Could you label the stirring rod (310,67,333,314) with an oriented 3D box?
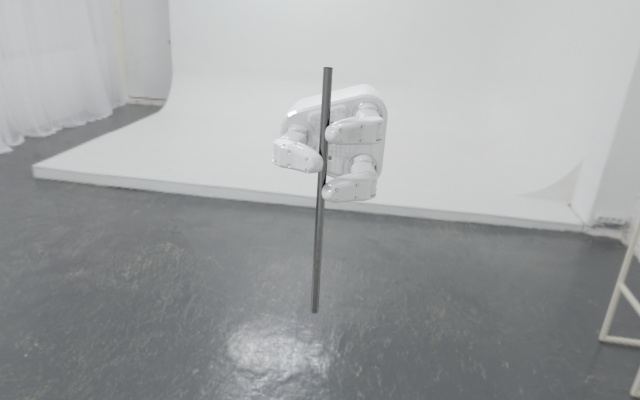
[{"bbox_3d":[0.000,0.002,0.440,0.011,0.240,0.011,3,22,-1],"label":"stirring rod"}]
